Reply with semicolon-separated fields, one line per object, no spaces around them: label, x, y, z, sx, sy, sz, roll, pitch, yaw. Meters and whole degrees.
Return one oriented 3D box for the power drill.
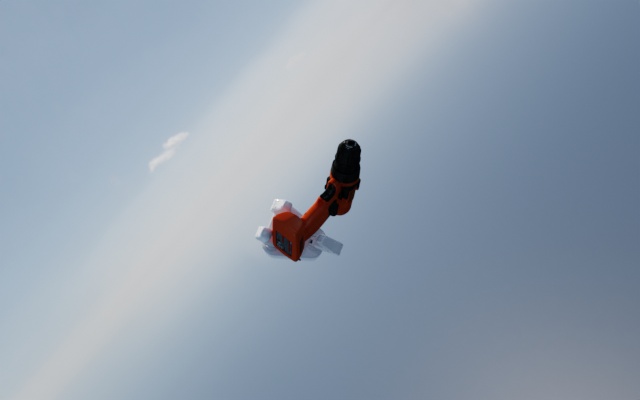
power drill;0.000;0.003;0.805;0.057;0.185;0.187;35;59;21
